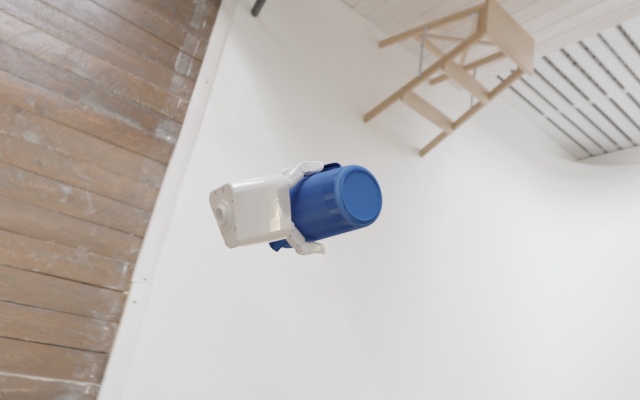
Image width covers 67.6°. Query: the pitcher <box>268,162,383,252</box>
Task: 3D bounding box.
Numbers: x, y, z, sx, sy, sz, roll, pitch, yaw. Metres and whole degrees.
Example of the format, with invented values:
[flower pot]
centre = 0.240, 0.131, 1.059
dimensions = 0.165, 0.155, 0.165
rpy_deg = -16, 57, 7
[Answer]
[pitcher]
centre = 0.000, 0.003, 0.888
dimensions = 0.145, 0.149, 0.243
rpy_deg = -11, -3, -39
